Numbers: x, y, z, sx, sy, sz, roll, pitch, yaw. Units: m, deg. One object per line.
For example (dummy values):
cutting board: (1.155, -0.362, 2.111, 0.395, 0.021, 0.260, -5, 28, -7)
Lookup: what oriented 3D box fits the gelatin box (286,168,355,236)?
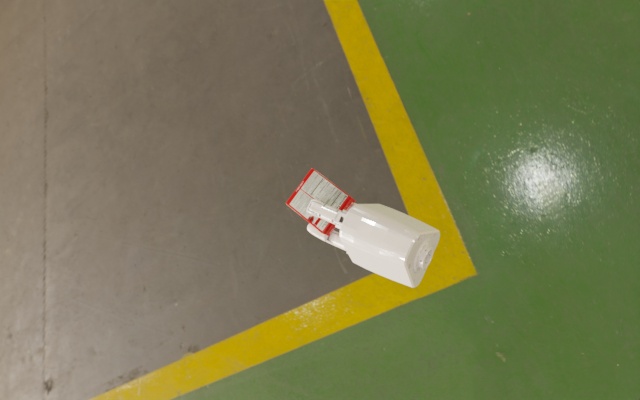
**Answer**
gelatin box: (0.000, 0.002, 0.765, 0.089, 0.073, 0.030, 38, 3, 26)
